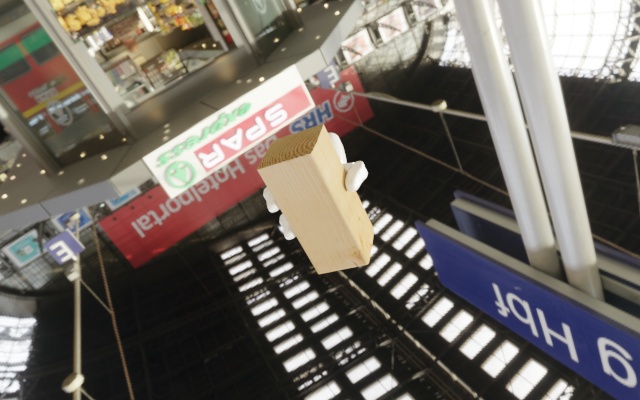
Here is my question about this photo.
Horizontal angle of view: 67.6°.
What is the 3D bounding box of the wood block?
[{"bbox_3d":[0.001,0.002,0.730,0.091,0.206,0.090,-15,30,23],"label":"wood block"}]
